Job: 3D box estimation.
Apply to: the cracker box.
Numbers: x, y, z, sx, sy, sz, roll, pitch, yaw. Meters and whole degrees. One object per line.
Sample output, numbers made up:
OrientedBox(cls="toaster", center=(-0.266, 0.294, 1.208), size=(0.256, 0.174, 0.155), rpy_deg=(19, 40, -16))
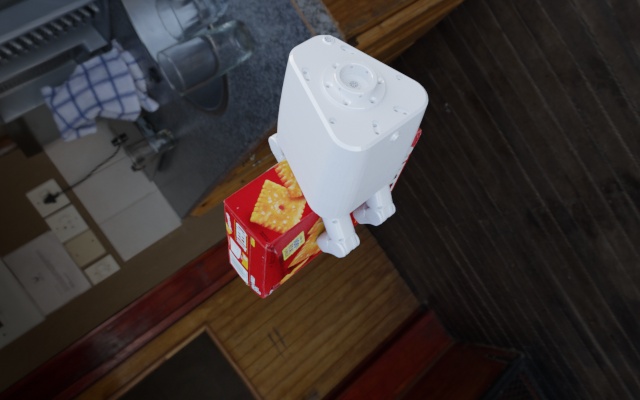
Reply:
OrientedBox(cls="cracker box", center=(0.000, 0.002, 0.532), size=(0.213, 0.072, 0.164), rpy_deg=(-36, -17, -24))
